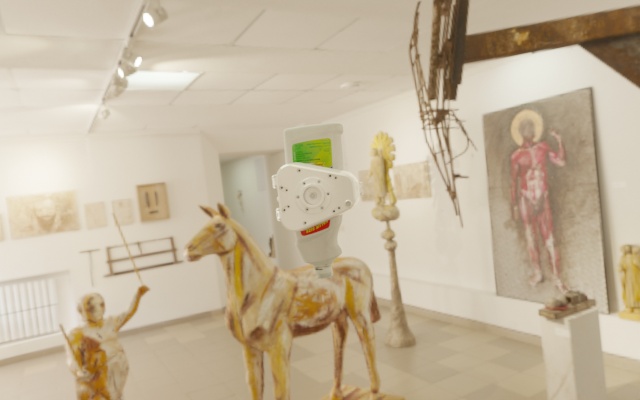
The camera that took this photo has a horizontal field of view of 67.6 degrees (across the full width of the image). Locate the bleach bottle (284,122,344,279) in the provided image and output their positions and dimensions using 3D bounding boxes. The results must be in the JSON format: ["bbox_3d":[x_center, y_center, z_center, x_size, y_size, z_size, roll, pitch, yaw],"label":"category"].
[{"bbox_3d":[0.000,0.003,0.795,0.102,0.251,0.068,-6,2,7],"label":"bleach bottle"}]
